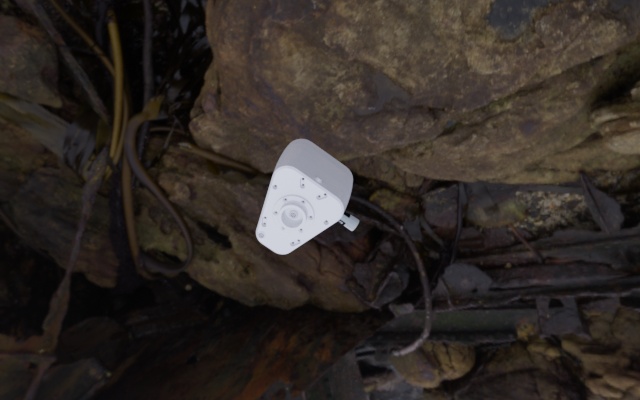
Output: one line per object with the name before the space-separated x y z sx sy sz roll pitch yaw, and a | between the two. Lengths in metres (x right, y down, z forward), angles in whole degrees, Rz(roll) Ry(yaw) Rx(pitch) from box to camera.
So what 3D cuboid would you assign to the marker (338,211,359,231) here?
marker | 0.000 0.002 0.668 0.121 0.020 0.020 34 -5 -7
